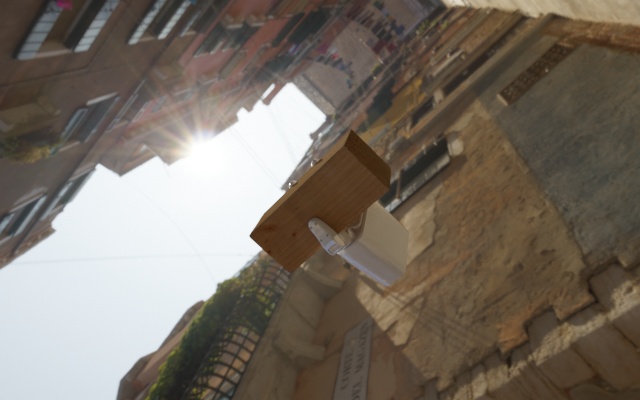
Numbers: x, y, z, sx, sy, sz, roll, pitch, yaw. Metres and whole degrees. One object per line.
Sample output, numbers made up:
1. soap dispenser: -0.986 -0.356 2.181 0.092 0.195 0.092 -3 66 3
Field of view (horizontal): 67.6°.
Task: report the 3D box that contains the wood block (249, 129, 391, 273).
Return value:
1. wood block: 0.000 0.003 0.721 0.206 0.090 0.090 -43 11 23
